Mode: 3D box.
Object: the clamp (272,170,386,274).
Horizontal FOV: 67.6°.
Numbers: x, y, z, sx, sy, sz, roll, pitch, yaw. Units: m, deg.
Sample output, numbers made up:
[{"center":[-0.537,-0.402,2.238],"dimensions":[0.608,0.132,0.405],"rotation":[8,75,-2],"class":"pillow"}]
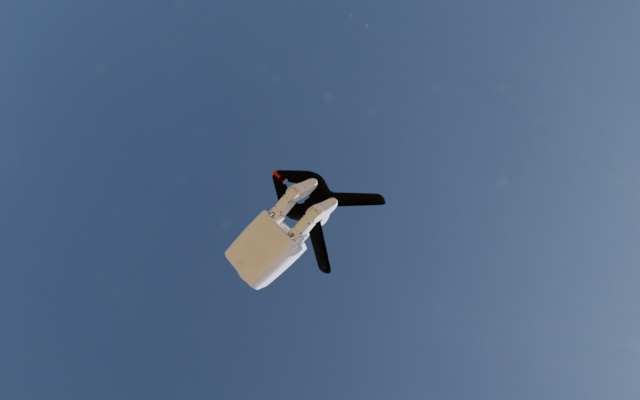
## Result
[{"center":[0.000,0.003,0.852],"dimensions":[0.210,0.164,0.036],"rotation":[45,-1,24],"class":"clamp"}]
